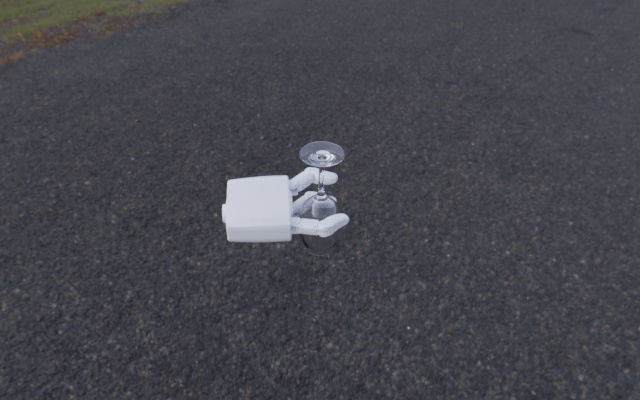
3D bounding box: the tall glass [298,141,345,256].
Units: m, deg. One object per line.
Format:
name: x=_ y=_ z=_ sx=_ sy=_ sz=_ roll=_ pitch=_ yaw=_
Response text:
tall glass: x=0.000 y=0.002 z=0.829 sx=0.079 sy=0.201 sz=0.079 roll=1 pitch=38 yaw=-1
